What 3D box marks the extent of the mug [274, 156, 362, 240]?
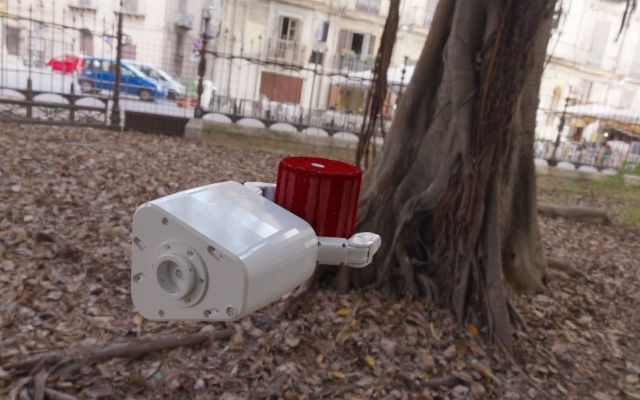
[{"bbox_3d":[0.001,0.001,0.480,0.093,0.081,0.117,13,15,20],"label":"mug"}]
